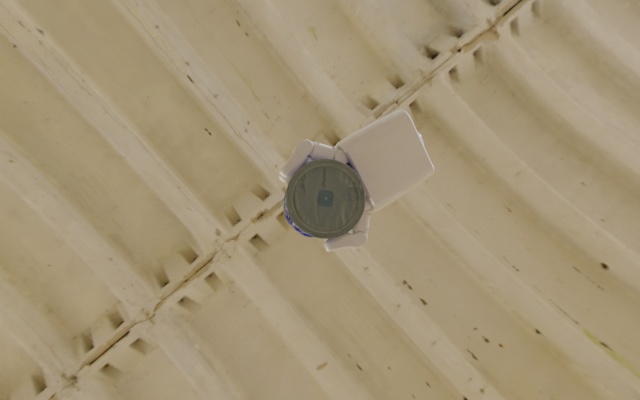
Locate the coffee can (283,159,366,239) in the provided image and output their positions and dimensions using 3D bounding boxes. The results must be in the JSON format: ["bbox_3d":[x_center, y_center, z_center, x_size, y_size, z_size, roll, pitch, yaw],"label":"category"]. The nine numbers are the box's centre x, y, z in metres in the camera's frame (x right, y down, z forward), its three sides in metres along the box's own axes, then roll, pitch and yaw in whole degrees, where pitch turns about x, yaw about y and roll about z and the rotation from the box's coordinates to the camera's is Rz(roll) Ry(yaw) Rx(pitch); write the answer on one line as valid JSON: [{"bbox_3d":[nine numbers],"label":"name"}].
[{"bbox_3d":[0.000,0.002,0.674,0.103,0.103,0.140,0,-4,-6],"label":"coffee can"}]
